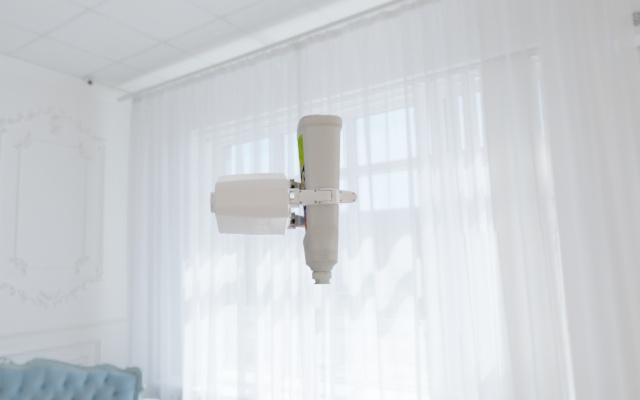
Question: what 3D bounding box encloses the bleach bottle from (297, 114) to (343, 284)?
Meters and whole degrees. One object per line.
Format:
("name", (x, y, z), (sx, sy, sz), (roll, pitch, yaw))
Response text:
("bleach bottle", (0.000, 0.002, 0.738), (0.068, 0.251, 0.102), (-1, -7, -8))
